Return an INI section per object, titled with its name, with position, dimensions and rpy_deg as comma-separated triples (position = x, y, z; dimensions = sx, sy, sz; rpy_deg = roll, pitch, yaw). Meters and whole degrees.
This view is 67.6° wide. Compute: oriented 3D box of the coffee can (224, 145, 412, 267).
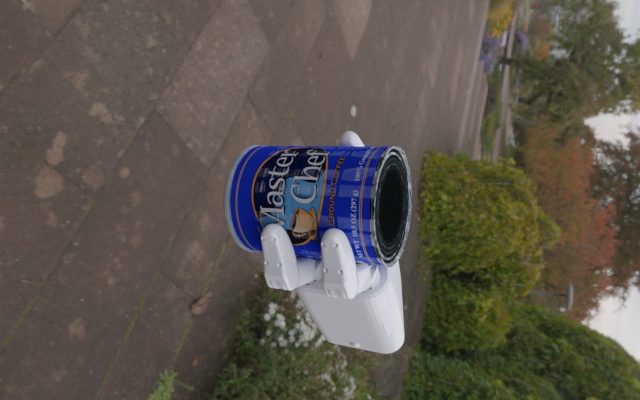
[coffee can]
position = 0.000, 0.001, 0.431
dimensions = 0.140, 0.103, 0.103
rpy_deg = 3, 1, 26
